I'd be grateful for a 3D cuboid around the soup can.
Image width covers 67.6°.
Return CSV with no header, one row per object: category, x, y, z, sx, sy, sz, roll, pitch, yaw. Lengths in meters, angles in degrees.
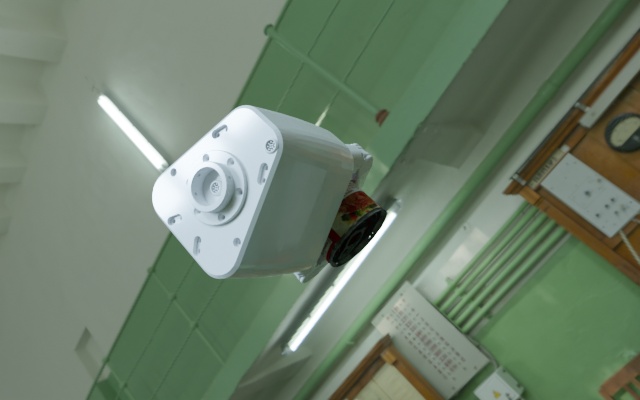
soup can,0.000,0.001,0.434,0.102,0.068,0.068,44,19,22
